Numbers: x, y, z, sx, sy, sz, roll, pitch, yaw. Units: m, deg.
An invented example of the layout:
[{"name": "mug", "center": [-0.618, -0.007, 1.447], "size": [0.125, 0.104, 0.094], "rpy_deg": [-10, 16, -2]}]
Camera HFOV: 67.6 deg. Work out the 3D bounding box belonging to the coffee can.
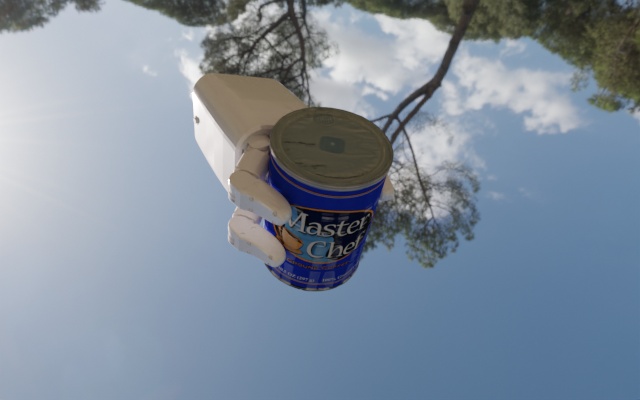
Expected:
[{"name": "coffee can", "center": [0.000, 0.001, 0.439], "size": [0.103, 0.102, 0.140], "rpy_deg": [6, -45, -6]}]
